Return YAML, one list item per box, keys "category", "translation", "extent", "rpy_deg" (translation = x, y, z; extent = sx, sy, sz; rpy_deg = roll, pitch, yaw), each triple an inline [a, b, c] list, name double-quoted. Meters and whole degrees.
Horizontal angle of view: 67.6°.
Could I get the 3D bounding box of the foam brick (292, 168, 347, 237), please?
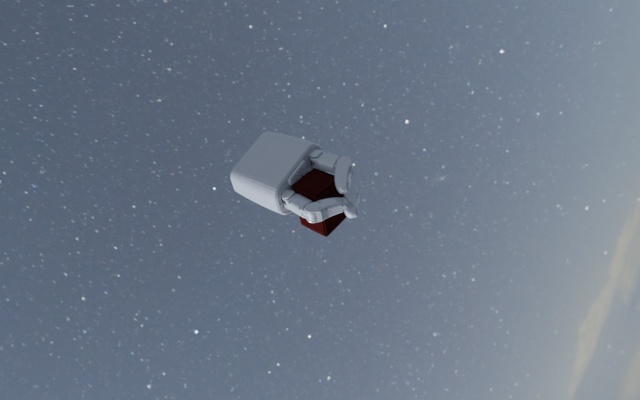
- category: "foam brick"
  translation: [0.000, 0.003, 0.703]
  extent: [0.051, 0.078, 0.053]
  rpy_deg: [22, 48, 35]
